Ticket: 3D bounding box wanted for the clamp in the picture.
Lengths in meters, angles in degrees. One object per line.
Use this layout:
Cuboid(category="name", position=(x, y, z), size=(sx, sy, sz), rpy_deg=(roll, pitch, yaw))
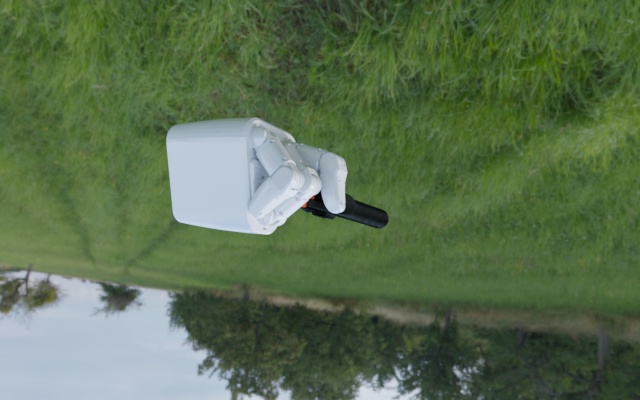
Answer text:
Cuboid(category="clamp", position=(0.000, 0.002, 0.559), size=(0.120, 0.039, 0.171), rpy_deg=(5, -10, 28))
